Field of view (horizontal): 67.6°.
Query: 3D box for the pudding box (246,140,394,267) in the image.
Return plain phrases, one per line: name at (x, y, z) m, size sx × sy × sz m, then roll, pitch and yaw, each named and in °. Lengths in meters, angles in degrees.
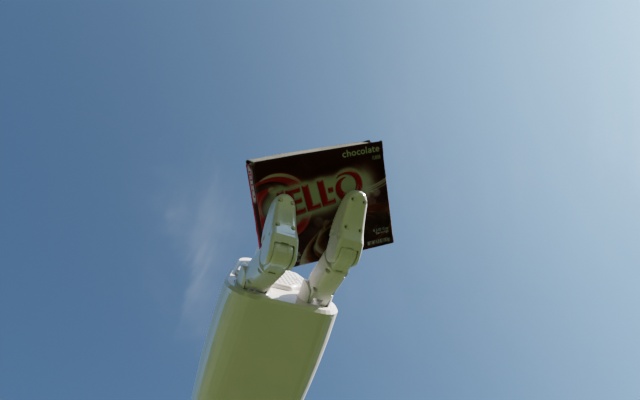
pudding box at (0.000, 0.001, 0.401) m, size 0.113 × 0.090 × 0.039 m, roll -12°, pitch 14°, yaw -17°
